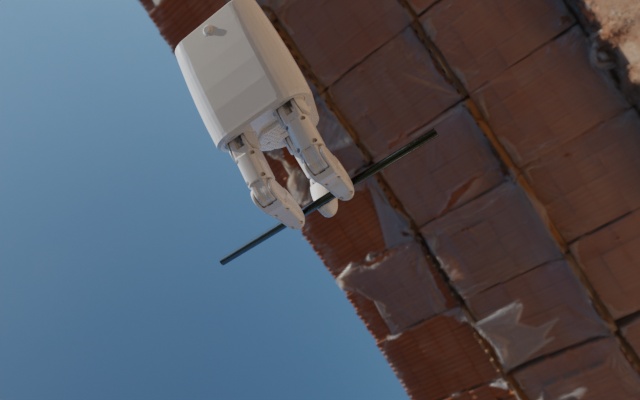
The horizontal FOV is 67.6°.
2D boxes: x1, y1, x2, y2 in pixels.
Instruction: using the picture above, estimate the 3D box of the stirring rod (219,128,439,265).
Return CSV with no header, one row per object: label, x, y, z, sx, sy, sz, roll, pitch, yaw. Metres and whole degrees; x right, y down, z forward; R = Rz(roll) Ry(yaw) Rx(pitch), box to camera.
stirring rod,0.000,0.001,0.441,0.239,0.011,0.011,-31,-10,17
